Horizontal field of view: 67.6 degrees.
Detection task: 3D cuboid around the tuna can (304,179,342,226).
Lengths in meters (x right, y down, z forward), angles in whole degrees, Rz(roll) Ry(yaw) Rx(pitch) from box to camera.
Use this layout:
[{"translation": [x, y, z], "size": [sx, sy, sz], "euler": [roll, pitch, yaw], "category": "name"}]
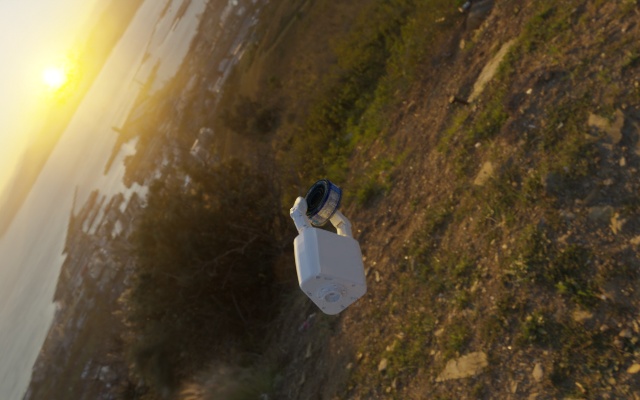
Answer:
[{"translation": [0.000, 0.003, 0.893], "size": [0.034, 0.086, 0.086], "euler": [32, -15, -25], "category": "tuna can"}]
